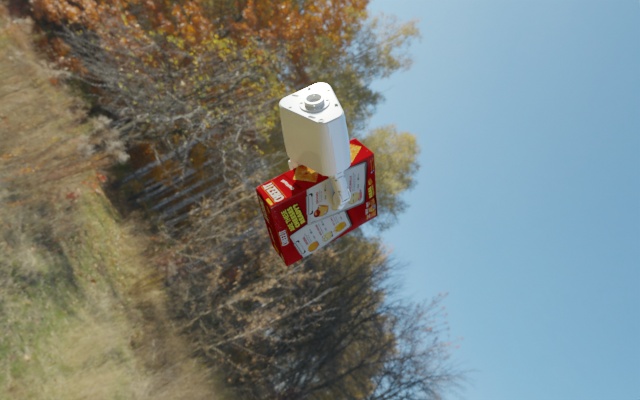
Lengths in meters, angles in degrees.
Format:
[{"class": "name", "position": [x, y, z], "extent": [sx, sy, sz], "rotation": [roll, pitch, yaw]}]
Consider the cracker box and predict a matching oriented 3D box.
[{"class": "cracker box", "position": [0.000, 0.003, 0.887], "extent": [0.213, 0.164, 0.072], "rotation": [-28, 47, -17]}]
